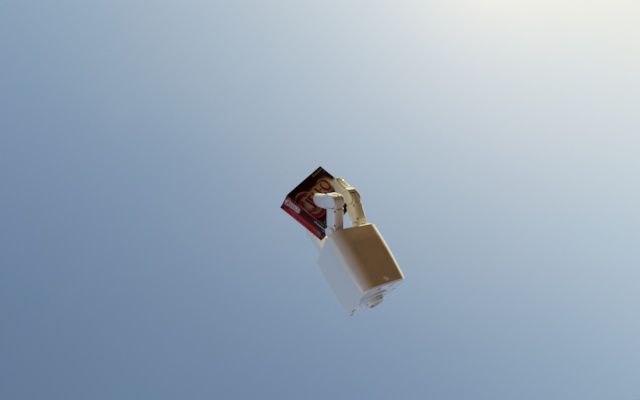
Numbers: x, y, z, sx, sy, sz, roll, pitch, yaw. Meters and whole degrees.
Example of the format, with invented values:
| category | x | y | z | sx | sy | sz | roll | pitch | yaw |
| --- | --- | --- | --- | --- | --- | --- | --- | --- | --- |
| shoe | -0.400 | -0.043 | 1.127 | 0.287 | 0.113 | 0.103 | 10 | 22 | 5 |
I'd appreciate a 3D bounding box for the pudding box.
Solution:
| category | x | y | z | sx | sy | sz | roll | pitch | yaw |
| --- | --- | --- | --- | --- | --- | --- | --- | --- | --- |
| pudding box | 0.000 | 0.003 | 0.804 | 0.113 | 0.090 | 0.039 | -45 | -8 | -49 |
